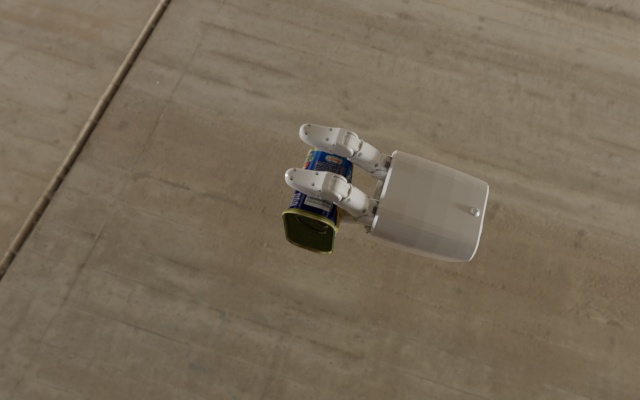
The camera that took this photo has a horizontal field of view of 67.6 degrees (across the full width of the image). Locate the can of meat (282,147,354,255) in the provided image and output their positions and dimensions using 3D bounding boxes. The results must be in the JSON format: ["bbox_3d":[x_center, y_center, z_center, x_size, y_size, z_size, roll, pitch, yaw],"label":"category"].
[{"bbox_3d":[0.000,0.001,0.530,0.057,0.084,0.102,16,-24,7],"label":"can of meat"}]
